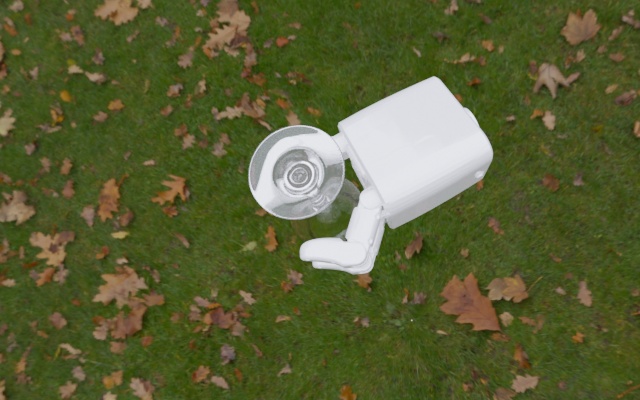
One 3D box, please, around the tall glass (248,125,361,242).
[{"bbox_3d":[0.000,0.001,0.451,0.079,0.079,0.201,0,-14,11],"label":"tall glass"}]
